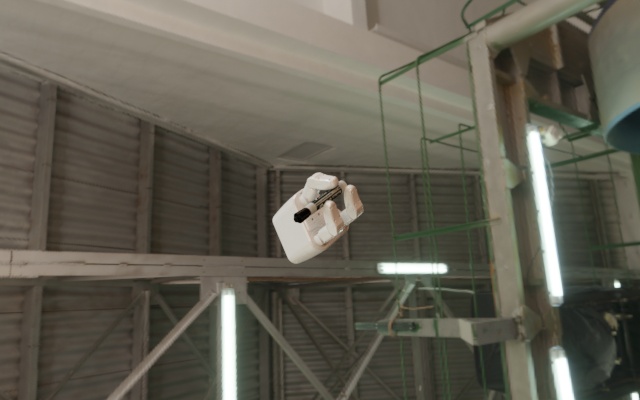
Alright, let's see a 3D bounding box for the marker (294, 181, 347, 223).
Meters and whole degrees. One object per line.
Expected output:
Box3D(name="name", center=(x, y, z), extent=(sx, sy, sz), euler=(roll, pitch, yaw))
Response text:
Box3D(name="marker", center=(0.000, 0.003, 0.776), extent=(0.020, 0.020, 0.121), euler=(0, 28, 47))
